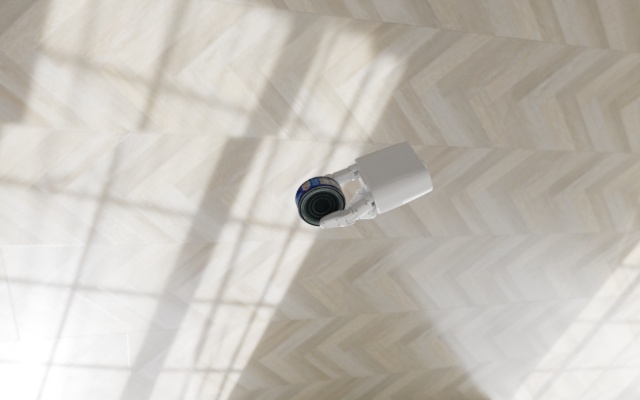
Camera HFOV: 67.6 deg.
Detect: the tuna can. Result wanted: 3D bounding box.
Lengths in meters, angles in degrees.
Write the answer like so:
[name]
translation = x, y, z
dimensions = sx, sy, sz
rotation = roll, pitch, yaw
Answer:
[tuna can]
translation = 0.000, 0.003, 0.826
dimensions = 0.086, 0.086, 0.033
rotation = 0, 32, -12
